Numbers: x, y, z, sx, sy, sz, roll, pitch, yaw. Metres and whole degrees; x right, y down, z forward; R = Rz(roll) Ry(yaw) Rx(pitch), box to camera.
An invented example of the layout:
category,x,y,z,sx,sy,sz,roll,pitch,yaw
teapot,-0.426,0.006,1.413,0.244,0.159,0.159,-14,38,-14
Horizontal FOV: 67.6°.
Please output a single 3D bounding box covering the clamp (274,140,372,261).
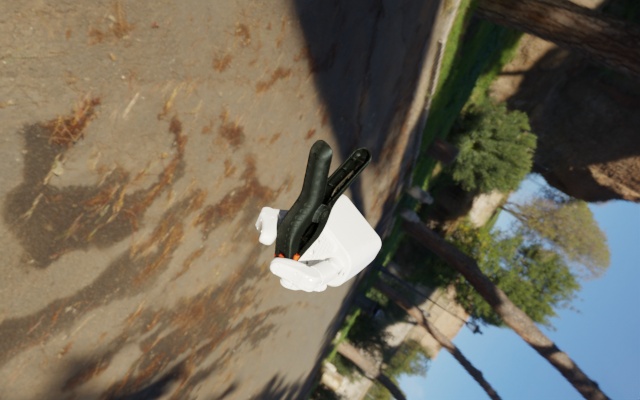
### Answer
category,x,y,z,sx,sy,sz,roll,pitch,yaw
clamp,0.000,0.002,0.571,0.039,0.171,0.120,42,30,28
